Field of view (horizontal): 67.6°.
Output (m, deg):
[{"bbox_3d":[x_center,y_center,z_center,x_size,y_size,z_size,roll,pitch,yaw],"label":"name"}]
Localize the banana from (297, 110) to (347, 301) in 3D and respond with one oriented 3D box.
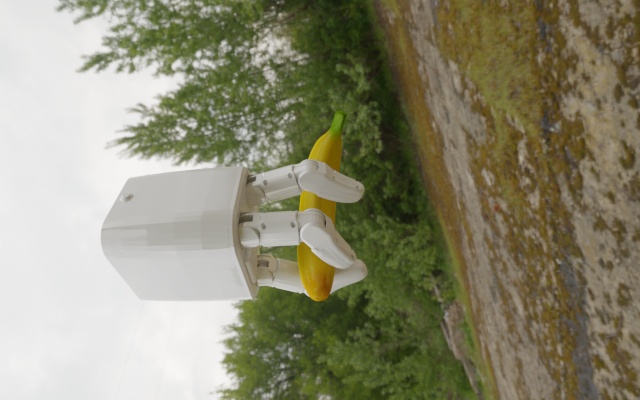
[{"bbox_3d":[-0.001,0.008,0.453,0.037,0.197,0.070,7,-30,-3],"label":"banana"}]
